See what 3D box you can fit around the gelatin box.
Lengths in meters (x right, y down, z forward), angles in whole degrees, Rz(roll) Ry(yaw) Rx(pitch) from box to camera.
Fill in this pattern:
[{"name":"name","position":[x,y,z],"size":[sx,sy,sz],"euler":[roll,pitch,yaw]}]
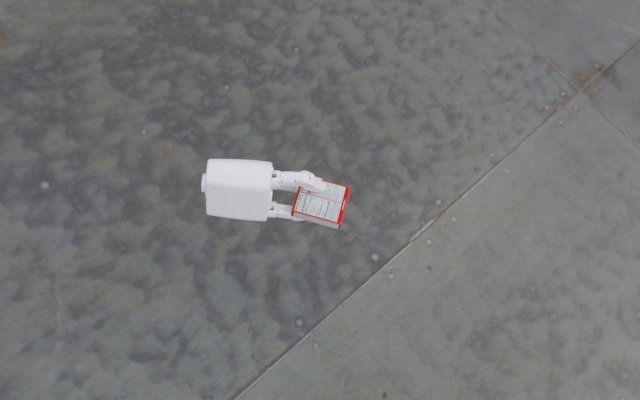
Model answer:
[{"name":"gelatin box","position":[0.001,0.003,0.834],"size":[0.089,0.073,0.030],"euler":[15,-25,1]}]
